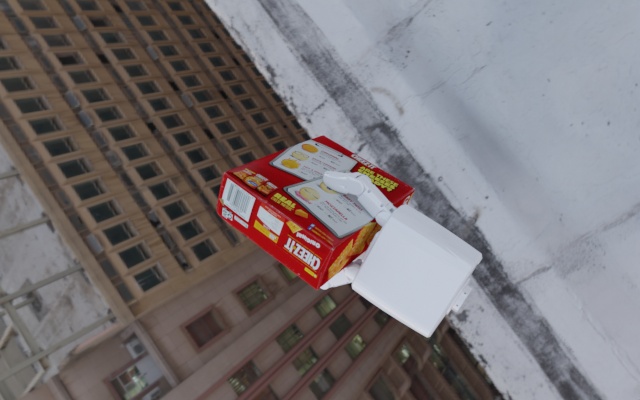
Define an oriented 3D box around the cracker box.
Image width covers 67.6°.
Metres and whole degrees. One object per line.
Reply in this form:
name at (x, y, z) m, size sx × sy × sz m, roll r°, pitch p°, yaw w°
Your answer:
cracker box at (0.000, 0.002, 0.617) m, size 0.164 × 0.072 × 0.213 m, roll 33°, pitch 34°, yaw 20°
